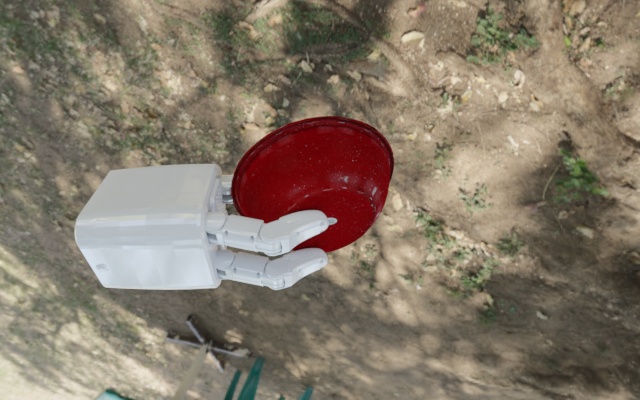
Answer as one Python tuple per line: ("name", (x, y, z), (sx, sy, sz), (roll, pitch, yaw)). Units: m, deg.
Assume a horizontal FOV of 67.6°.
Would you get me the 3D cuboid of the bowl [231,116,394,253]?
("bowl", (0.001, 0.001, 0.447), (0.162, 0.055, 0.162), (-10, -41, -9))
